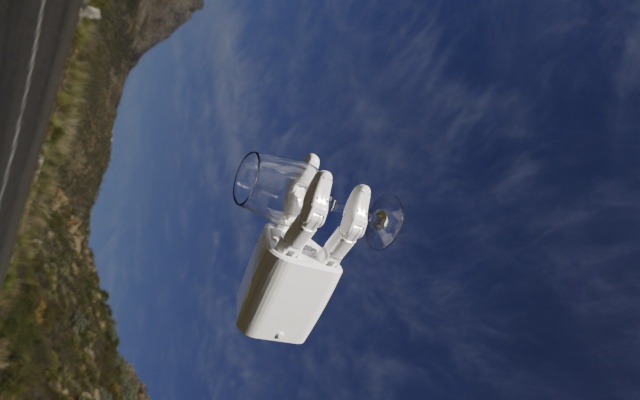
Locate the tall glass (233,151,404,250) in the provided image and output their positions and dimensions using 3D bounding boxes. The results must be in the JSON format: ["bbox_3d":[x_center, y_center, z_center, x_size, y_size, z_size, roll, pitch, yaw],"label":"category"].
[{"bbox_3d":[0.001,0.002,0.568,0.201,0.079,0.079,18,-10,-31],"label":"tall glass"}]
